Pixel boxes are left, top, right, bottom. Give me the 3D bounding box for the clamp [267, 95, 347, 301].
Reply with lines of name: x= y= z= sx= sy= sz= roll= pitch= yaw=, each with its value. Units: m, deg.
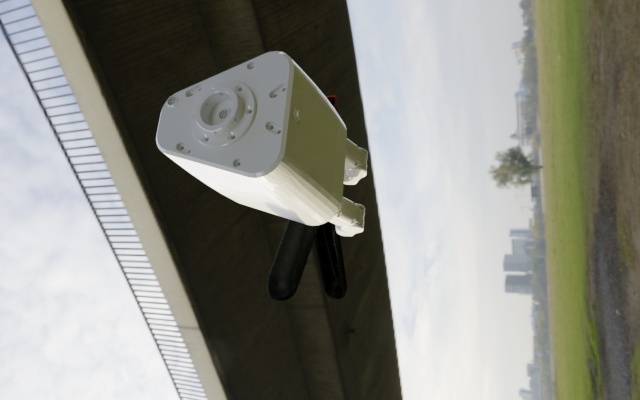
clamp: x=-0.001 y=0.001 z=0.475 sx=0.036 sy=0.210 sz=0.165 roll=0 pitch=-17 yaw=18
